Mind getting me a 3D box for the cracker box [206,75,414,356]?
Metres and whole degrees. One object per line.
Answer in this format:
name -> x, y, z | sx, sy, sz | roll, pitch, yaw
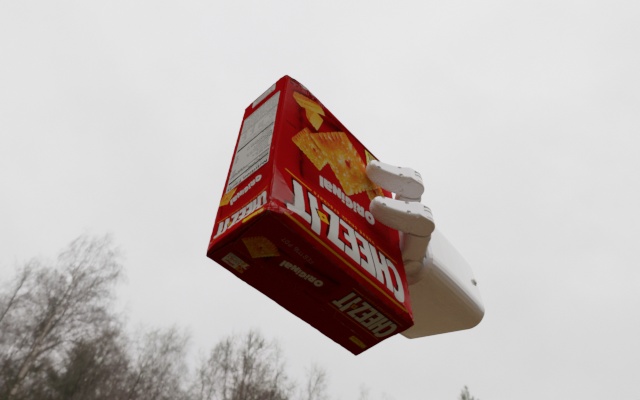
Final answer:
cracker box -> 0.000, 0.001, 0.431 | 0.072, 0.213, 0.164 | -36, -60, 25
